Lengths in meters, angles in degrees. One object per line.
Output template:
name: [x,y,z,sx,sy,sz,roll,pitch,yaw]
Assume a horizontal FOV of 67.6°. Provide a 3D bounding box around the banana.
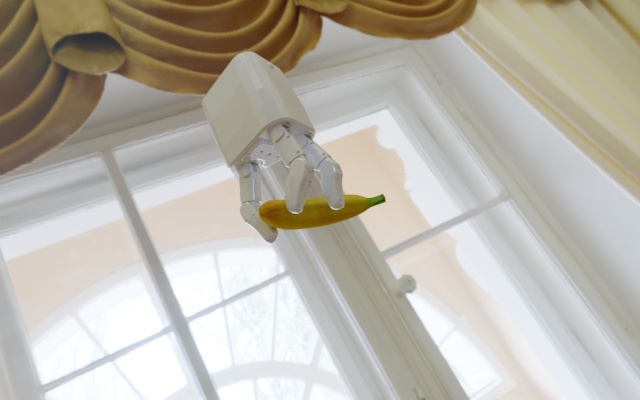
banana: [-0.008,0.010,0.601,0.198,0.037,0.070,-8,-23,-41]
